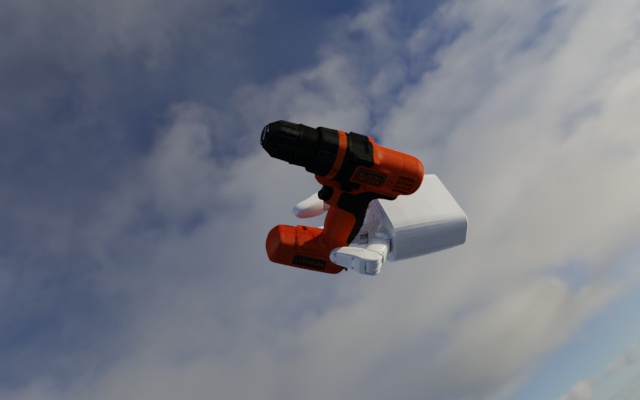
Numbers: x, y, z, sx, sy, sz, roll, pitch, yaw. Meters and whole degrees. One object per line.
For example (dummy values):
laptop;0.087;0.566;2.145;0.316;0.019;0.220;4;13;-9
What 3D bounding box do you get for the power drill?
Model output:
power drill;0.000;0.002;0.548;0.184;0.057;0.188;15;-48;-17
